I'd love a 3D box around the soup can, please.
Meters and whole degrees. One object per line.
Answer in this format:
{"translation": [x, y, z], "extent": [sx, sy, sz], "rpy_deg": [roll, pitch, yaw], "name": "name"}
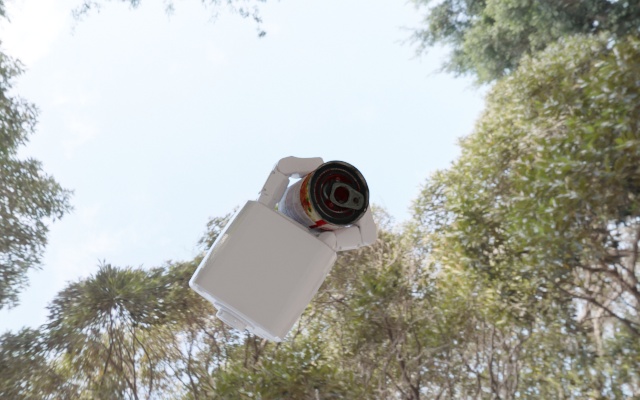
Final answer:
{"translation": [0.000, 0.001, 0.521], "extent": [0.068, 0.068, 0.102], "rpy_deg": [0, -11, -23], "name": "soup can"}
